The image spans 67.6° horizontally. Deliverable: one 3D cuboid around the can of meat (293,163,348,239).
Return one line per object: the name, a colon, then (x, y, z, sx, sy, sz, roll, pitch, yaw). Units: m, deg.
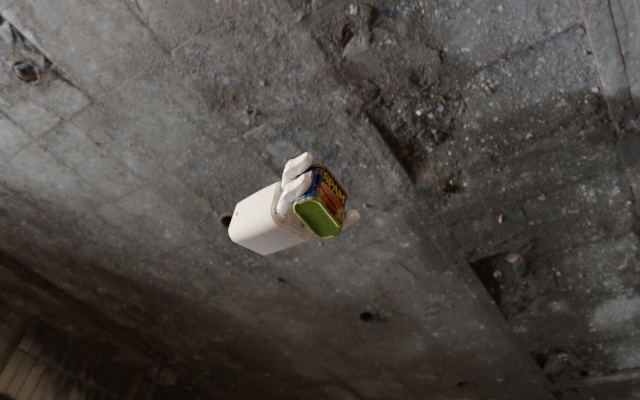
can of meat: (0.000, 0.003, 0.799, 0.057, 0.083, 0.102, -19, -51, 27)
